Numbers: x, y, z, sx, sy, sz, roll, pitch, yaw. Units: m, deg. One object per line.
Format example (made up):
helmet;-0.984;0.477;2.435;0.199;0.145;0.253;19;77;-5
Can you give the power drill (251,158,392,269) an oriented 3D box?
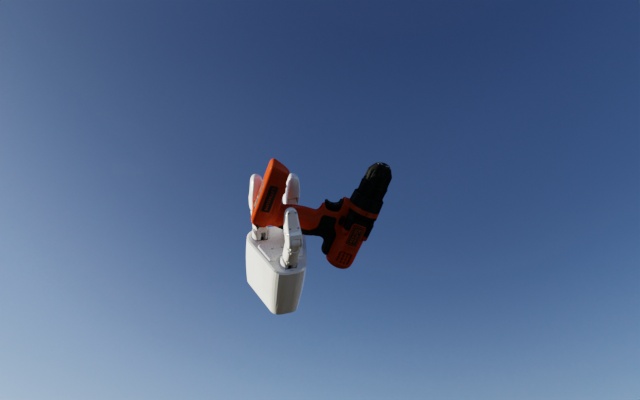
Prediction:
power drill;0.000;0.002;0.735;0.187;0.184;0.057;20;15;-12
